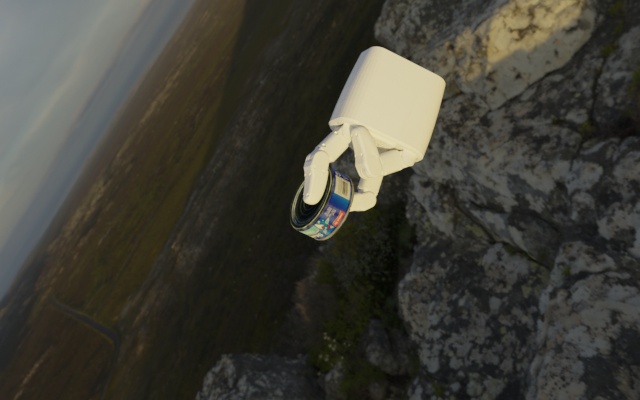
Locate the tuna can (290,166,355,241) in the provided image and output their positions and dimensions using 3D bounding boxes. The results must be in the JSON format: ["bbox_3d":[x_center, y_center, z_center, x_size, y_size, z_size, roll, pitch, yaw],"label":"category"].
[{"bbox_3d":[0.000,0.002,0.568,0.034,0.086,0.086,26,-13,-28],"label":"tuna can"}]
